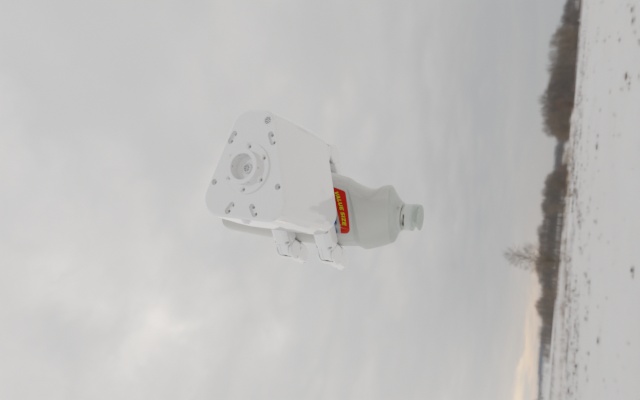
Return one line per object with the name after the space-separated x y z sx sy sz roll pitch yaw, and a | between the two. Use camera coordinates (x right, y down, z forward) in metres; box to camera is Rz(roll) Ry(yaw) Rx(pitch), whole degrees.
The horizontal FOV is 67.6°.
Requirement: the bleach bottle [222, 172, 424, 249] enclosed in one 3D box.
0.000 0.002 0.585 0.251 0.102 0.068 5 -6 26 | bleach bottle
